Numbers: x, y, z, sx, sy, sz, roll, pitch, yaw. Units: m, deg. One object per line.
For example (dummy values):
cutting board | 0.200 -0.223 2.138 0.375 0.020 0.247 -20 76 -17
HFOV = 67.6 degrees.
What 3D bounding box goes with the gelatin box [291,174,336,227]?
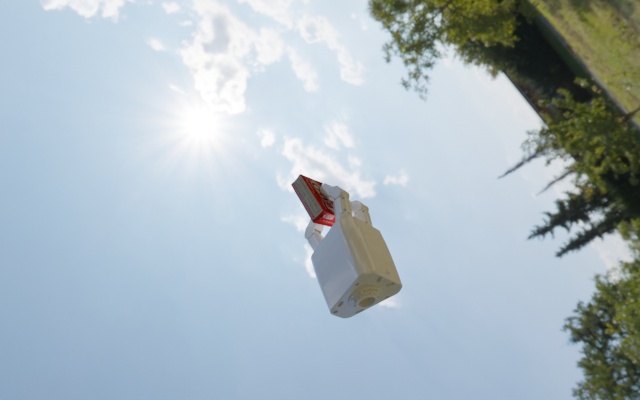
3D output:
gelatin box | 0.000 0.003 0.790 0.030 0.089 0.073 -46 -35 19
